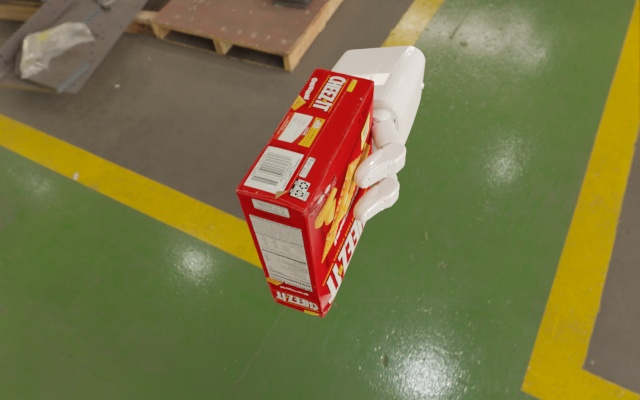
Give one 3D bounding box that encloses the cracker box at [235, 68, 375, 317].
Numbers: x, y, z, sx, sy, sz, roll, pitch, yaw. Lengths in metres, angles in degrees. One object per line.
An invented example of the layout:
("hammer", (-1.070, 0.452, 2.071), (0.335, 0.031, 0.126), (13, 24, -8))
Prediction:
("cracker box", (0.000, 0.001, 0.498), (0.072, 0.164, 0.214), (17, -33, 17))
